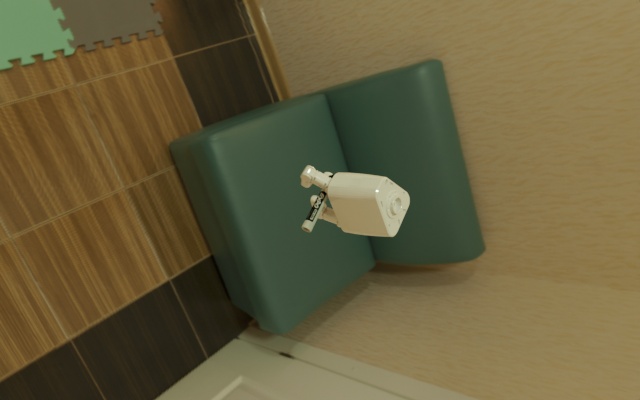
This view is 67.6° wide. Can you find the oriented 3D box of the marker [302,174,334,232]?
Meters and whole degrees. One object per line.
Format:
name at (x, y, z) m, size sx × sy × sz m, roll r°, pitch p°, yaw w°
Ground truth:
marker at (0.000, 0.003, 0.871) m, size 0.020 × 0.121 × 0.020 m, roll 23°, pitch -24°, yaw 11°
